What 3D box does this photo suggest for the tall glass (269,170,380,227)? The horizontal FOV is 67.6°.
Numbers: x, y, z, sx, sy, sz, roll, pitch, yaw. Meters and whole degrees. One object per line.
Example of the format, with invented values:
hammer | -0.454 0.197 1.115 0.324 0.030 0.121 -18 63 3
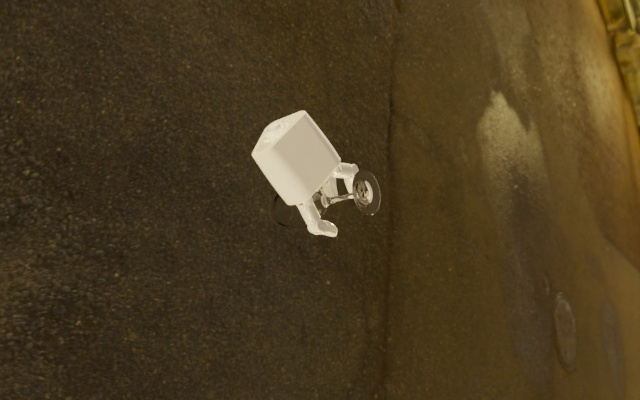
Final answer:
tall glass | 0.001 0.003 0.827 0.201 0.079 0.079 -12 -8 40
